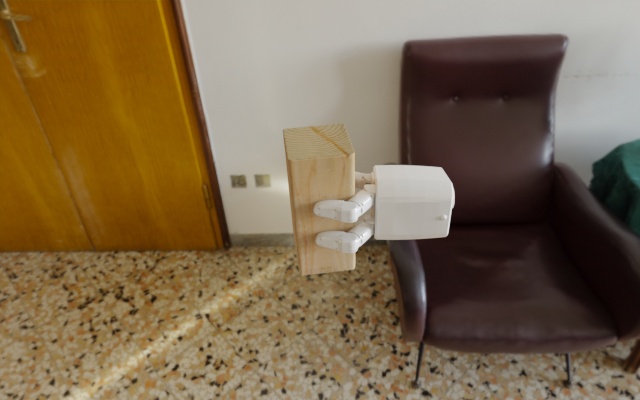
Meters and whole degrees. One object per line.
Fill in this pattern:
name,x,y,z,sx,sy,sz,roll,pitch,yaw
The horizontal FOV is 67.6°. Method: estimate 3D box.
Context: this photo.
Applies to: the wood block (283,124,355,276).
wood block,0.000,0.002,0.704,0.090,0.206,0.090,-6,36,-4
